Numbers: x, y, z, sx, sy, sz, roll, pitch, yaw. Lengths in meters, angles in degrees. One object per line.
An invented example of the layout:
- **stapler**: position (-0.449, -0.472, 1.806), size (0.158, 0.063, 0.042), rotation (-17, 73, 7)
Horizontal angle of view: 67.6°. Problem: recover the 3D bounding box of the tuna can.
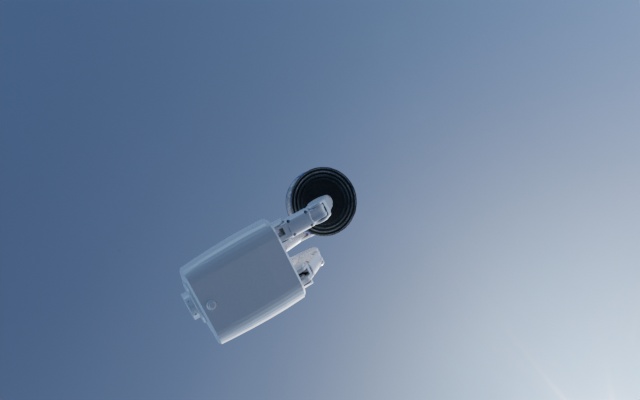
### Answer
- **tuna can**: position (0.000, 0.002, 0.602), size (0.086, 0.086, 0.034), rotation (0, -3, -18)
